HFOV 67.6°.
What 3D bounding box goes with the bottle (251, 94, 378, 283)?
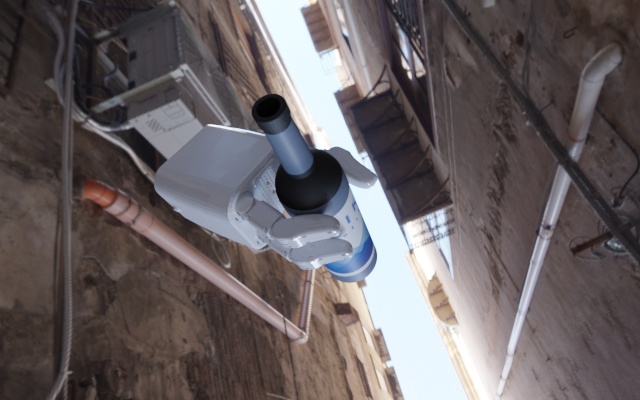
[{"bbox_3d":[0.000,0.002,0.476,0.069,0.069,0.296,0,-29,17],"label":"bottle"}]
